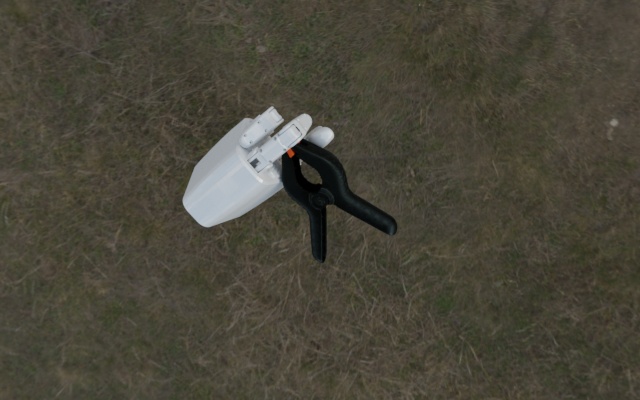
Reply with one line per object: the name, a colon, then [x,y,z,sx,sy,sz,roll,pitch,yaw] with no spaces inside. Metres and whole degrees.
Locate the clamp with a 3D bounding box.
clamp: [0.000,0.002,0.589,0.120,0.171,0.039,-36,11,22]
